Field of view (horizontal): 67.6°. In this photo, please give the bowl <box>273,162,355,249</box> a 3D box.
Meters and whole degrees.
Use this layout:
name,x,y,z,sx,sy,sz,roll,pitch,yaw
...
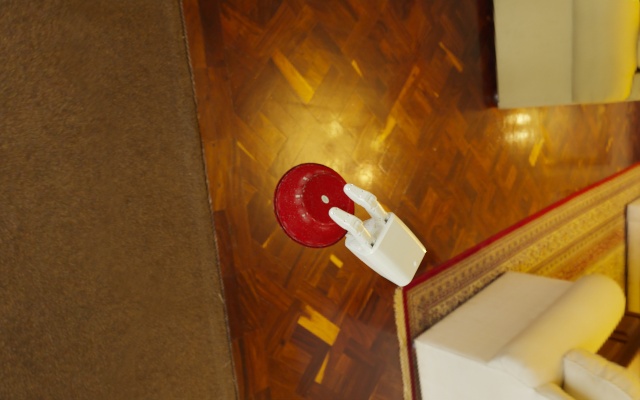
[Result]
name,x,y,z,sx,sy,sz,roll,pitch,yaw
bowl,-0.001,0.002,0.851,0.162,0.162,0.055,0,-12,-23
